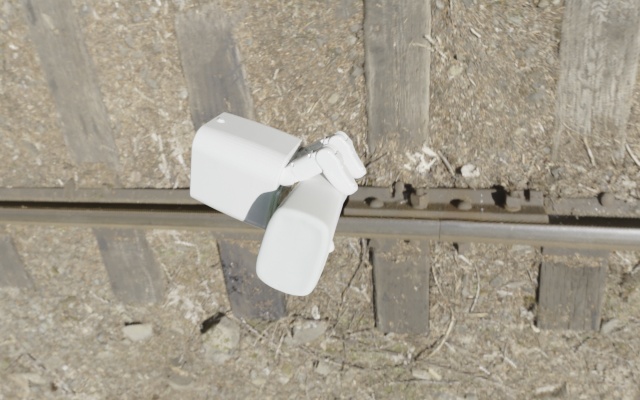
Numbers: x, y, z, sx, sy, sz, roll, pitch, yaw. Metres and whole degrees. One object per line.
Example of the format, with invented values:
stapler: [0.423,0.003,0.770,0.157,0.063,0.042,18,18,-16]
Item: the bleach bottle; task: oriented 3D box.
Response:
bleach bottle: [0.000,0.002,0.582,0.068,0.103,0.250,21,27,4]
